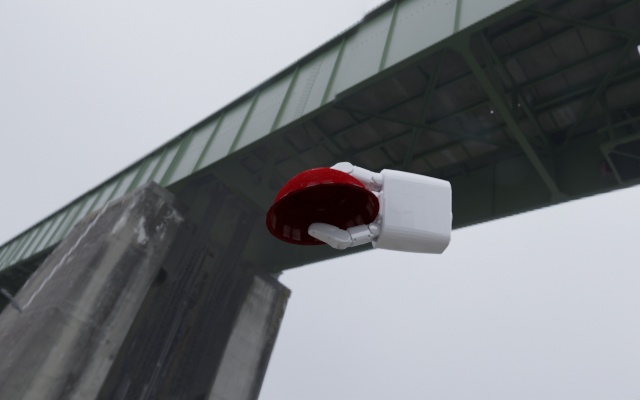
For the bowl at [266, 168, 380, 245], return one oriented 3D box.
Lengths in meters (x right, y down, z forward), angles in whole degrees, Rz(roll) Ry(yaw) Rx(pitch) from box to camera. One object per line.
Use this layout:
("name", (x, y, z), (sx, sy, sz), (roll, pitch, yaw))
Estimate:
("bowl", (-0.001, 0.002, 0.681), (0.162, 0.055, 0.162), (-7, -33, -5))
